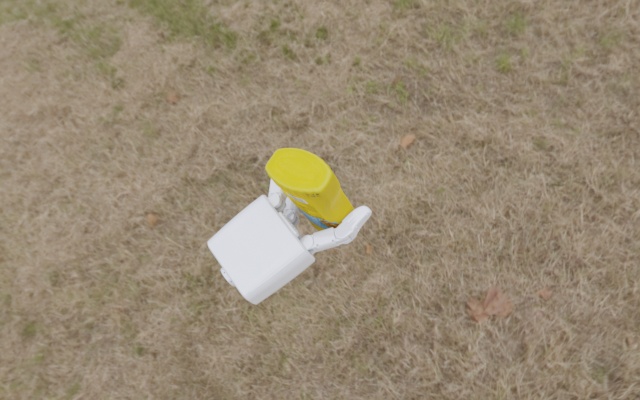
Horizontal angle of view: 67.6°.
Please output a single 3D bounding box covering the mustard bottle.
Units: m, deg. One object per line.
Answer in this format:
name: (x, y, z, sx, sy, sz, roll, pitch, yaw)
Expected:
mustard bottle: (0.000, 0.002, 0.674, 0.096, 0.058, 0.192, 23, -17, 29)
